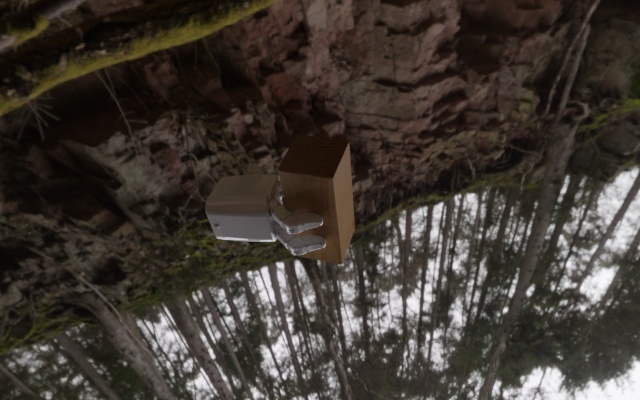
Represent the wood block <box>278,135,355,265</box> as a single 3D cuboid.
[{"bbox_3d":[0.000,0.002,0.794,0.090,0.090,0.206,9,-42,16],"label":"wood block"}]
